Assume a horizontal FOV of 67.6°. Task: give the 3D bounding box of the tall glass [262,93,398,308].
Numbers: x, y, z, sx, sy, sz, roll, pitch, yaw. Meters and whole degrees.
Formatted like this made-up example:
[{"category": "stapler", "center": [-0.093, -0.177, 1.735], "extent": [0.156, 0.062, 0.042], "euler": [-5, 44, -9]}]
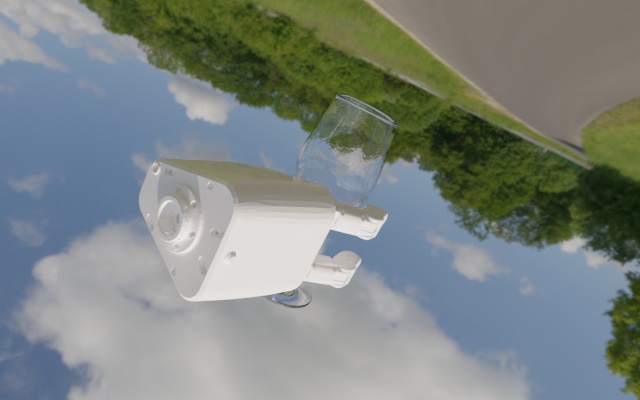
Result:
[{"category": "tall glass", "center": [0.000, 0.002, 0.459], "extent": [0.079, 0.201, 0.079], "euler": [25, 17, -8]}]
